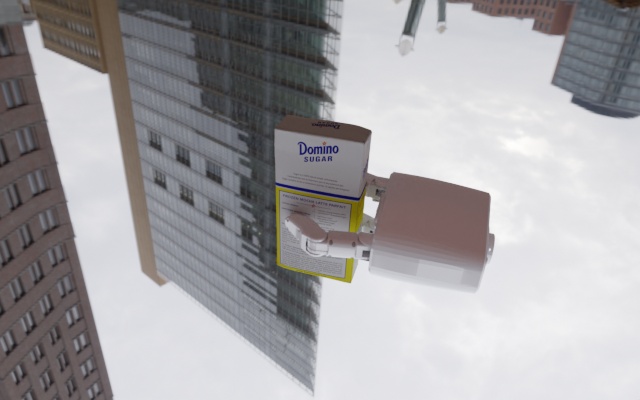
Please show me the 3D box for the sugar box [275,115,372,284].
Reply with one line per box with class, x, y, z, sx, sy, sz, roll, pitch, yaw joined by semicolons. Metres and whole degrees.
sugar box;0.000;0.002;0.514;0.093;0.176;0.048;12;31;12
